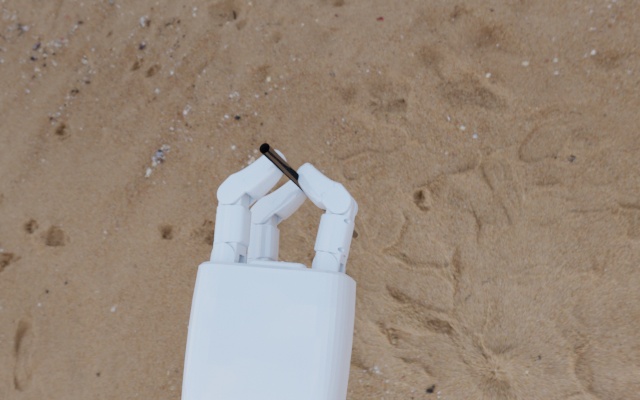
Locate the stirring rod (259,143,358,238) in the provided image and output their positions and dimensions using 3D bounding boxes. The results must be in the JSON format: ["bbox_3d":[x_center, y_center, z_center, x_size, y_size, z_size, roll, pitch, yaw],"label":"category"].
[{"bbox_3d":[0.000,0.002,0.442,0.011,0.011,0.240,0,-18,20],"label":"stirring rod"}]
